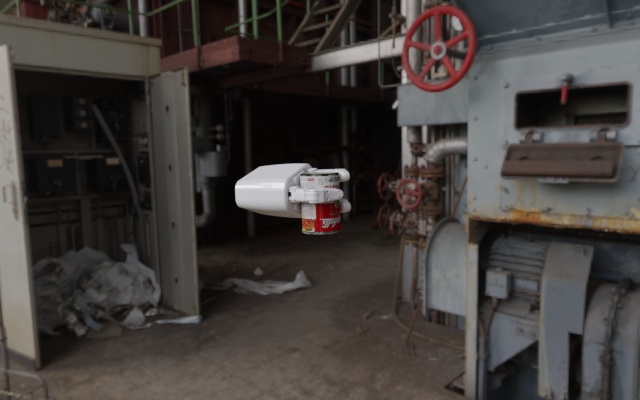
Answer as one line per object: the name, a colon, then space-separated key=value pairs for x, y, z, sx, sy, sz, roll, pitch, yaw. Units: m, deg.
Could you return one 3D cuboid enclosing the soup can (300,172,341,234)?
soup can: x=0.001 y=0.002 z=0.824 sx=0.068 sy=0.102 sz=0.068 roll=-2 pitch=6 yaw=0
